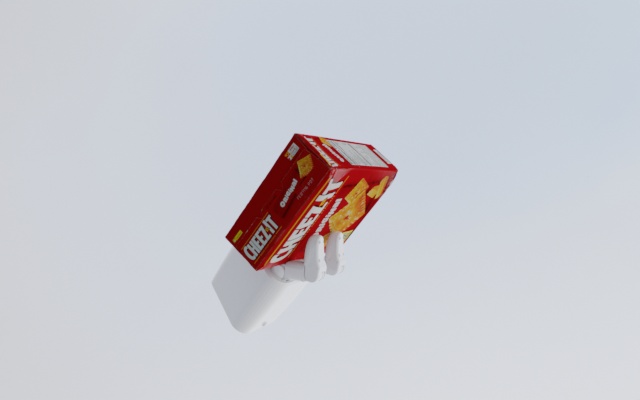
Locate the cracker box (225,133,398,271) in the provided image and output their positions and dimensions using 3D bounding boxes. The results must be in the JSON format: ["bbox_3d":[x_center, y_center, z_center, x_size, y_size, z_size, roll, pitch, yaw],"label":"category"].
[{"bbox_3d":[0.000,0.002,0.639,0.072,0.164,0.213,44,22,20],"label":"cracker box"}]
